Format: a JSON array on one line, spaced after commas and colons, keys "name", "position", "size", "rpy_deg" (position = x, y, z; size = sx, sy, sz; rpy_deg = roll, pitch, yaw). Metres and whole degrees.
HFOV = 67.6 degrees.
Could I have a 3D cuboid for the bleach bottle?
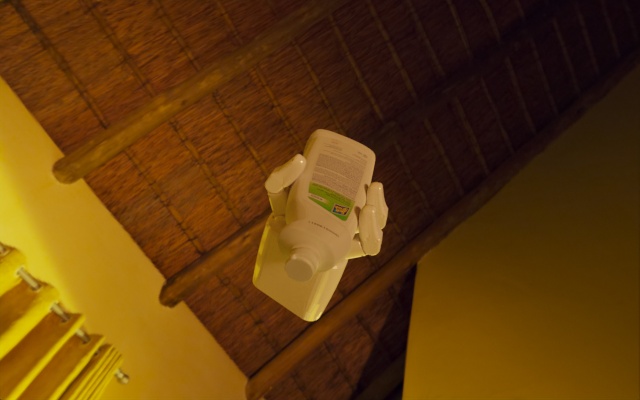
[{"name": "bleach bottle", "position": [0.000, 0.002, 0.565], "size": [0.102, 0.068, 0.250], "rpy_deg": [21, 34, 2]}]
